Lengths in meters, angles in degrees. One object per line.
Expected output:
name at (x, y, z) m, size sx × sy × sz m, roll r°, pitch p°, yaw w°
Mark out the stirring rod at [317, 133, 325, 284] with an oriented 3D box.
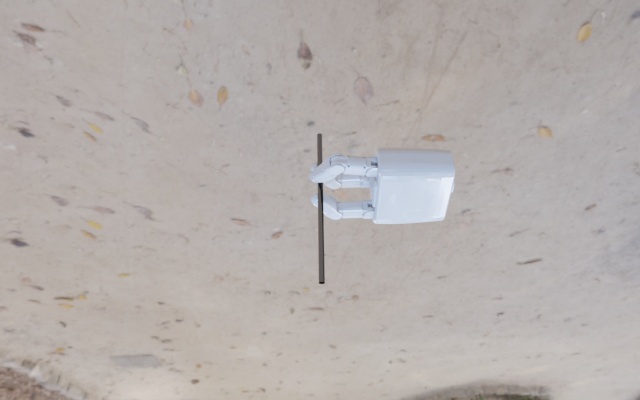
stirring rod at (0.000, 0.002, 0.668) m, size 0.011 × 0.239 × 0.011 m, roll -1°, pitch -31°, yaw 0°
